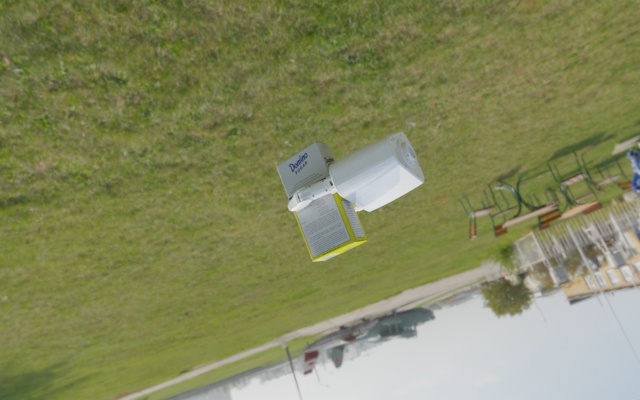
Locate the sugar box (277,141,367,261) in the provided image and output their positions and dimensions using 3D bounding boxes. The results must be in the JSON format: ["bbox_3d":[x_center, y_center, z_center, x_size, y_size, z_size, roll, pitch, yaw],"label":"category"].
[{"bbox_3d":[0.001,0.003,0.782,0.093,0.176,0.048,-28,-17,29],"label":"sugar box"}]
